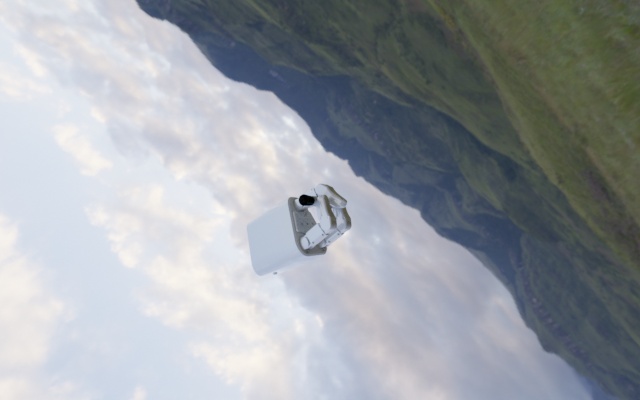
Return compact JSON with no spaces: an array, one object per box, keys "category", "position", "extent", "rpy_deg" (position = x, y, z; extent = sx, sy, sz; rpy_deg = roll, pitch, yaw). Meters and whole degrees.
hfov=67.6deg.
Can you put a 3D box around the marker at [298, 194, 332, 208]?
[{"category":"marker","position":[0.000,0.003,0.803],"extent":[0.020,0.020,0.121],"rpy_deg":[0,-3,30]}]
